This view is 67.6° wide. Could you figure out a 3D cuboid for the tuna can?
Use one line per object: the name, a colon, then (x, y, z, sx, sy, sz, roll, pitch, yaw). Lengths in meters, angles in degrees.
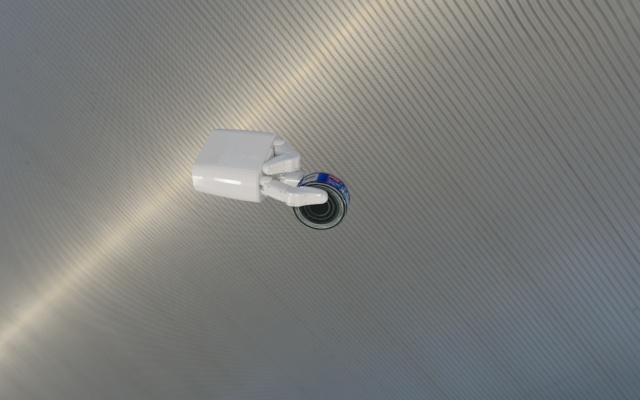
tuna can: (0.000, 0.003, 0.717, 0.086, 0.086, 0.033, 0, 29, 11)
